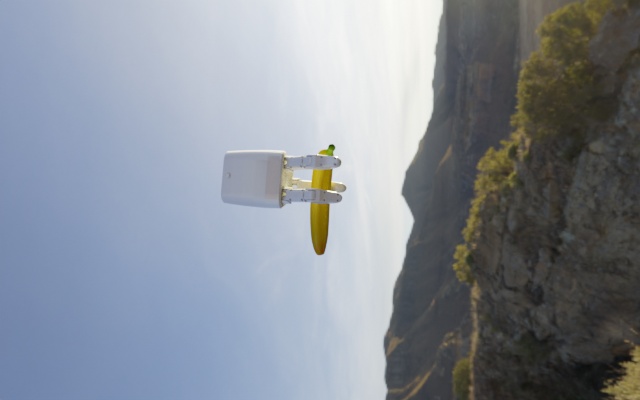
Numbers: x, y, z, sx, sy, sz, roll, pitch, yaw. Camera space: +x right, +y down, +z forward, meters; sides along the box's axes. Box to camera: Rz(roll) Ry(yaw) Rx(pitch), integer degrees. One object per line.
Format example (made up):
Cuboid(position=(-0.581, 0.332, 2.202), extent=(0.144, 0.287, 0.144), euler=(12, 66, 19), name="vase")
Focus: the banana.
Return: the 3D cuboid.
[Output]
Cuboid(position=(0.001, -0.005, 0.842), extent=(0.037, 0.198, 0.069), euler=(4, 14, -1), name="banana")
